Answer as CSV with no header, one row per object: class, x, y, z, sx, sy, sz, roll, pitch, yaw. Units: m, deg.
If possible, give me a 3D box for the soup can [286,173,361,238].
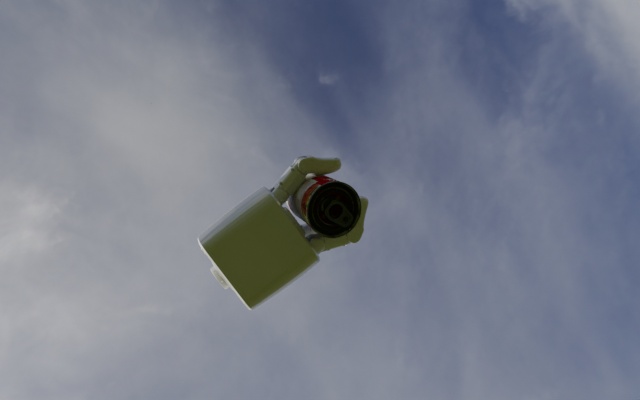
soup can,0.000,0.002,0.601,0.068,0.068,0.102,0,11,-20
